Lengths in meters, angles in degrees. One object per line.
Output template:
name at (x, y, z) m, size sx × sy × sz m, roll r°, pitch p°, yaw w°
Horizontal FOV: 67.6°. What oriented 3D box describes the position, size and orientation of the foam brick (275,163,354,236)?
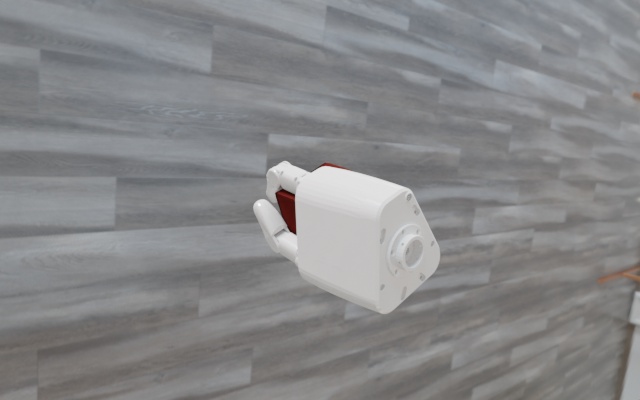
foam brick at (0.000, 0.001, 0.521) m, size 0.078 × 0.053 × 0.051 m, roll -34°, pitch 34°, yaw -31°
